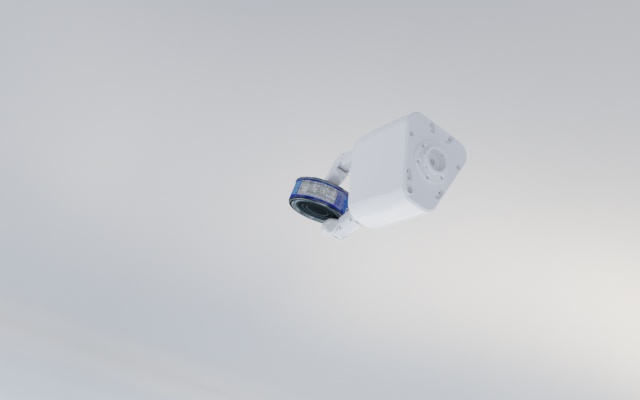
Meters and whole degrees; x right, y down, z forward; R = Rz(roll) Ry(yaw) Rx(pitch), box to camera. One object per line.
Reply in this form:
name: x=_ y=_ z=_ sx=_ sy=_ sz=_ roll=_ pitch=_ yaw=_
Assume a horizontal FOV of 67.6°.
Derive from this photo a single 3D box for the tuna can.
tuna can: x=0.000 y=0.003 z=0.659 sx=0.086 sy=0.033 sz=0.086 roll=18 pitch=-19 yaw=7
